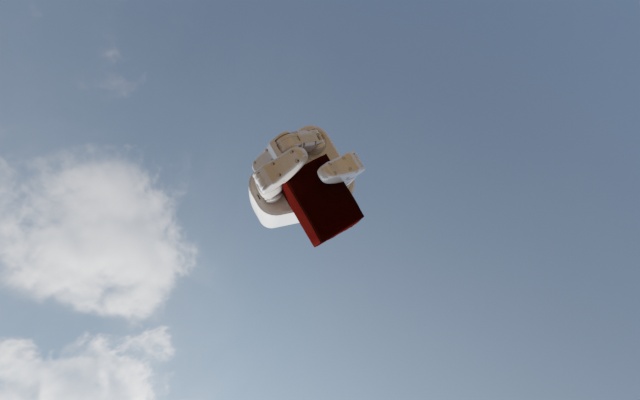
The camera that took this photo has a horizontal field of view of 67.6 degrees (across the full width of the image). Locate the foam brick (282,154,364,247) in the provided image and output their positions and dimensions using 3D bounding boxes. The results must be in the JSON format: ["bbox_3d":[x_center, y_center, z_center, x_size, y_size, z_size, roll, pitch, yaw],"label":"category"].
[{"bbox_3d":[0.000,0.002,0.494,0.053,0.078,0.051,-28,-8,-14],"label":"foam brick"}]
